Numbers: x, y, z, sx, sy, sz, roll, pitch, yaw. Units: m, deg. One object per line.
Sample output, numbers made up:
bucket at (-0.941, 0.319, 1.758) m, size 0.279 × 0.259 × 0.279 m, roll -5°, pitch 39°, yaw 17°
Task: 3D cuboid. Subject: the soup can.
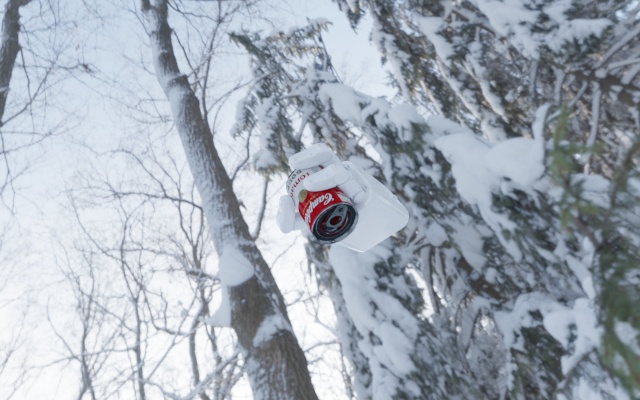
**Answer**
soup can at (0.000, 0.002, 0.659) m, size 0.068 × 0.068 × 0.102 m, roll 0°, pitch 36°, yaw -29°
